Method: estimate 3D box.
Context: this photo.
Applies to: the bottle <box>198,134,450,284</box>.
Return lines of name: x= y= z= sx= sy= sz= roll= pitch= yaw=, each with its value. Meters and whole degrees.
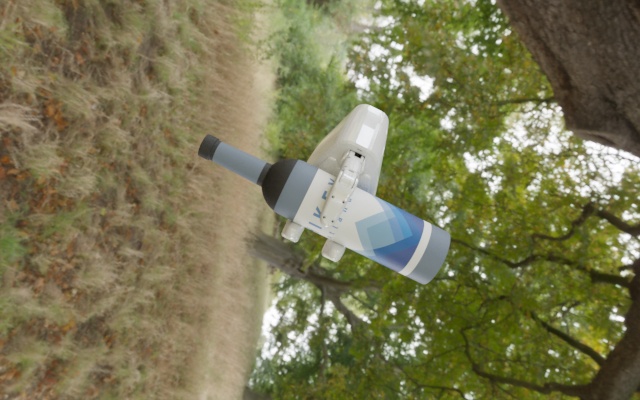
bottle: x=0.000 y=0.002 z=0.543 sx=0.296 sy=0.069 sz=0.069 roll=26 pitch=-1 yaw=-2
